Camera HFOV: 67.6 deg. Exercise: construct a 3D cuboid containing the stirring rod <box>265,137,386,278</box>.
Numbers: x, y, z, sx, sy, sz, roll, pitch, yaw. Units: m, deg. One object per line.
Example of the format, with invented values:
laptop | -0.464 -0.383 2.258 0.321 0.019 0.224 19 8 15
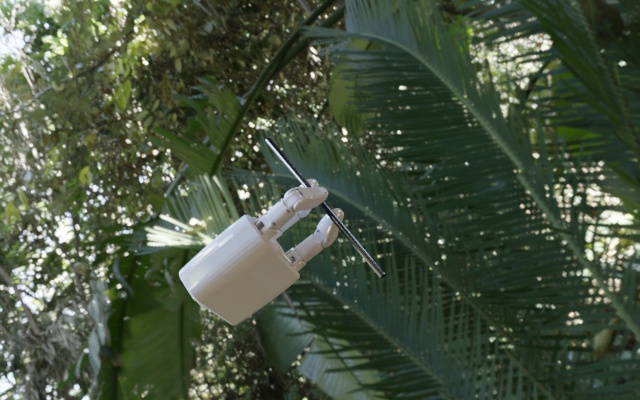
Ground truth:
stirring rod | 0.000 0.002 0.590 0.239 0.011 0.011 50 26 24
